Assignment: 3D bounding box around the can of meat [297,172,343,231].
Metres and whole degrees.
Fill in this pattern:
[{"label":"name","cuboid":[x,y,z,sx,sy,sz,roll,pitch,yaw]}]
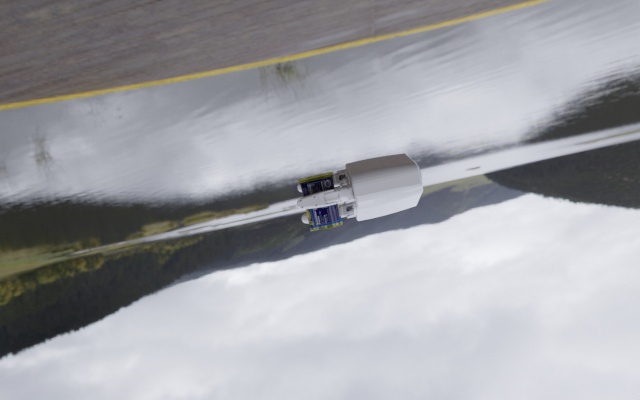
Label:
[{"label":"can of meat","cuboid":[0.000,0.003,0.771,0.057,0.084,0.102,-13,0,-1]}]
